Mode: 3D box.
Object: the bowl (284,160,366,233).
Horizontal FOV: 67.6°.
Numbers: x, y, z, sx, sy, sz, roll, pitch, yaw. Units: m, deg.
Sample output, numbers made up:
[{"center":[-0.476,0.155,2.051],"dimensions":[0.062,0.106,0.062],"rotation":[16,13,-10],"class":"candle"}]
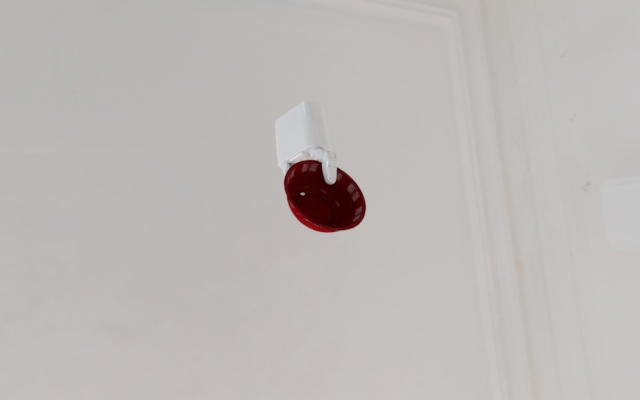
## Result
[{"center":[0.000,0.004,0.869],"dimensions":[0.162,0.162,0.055],"rotation":[0,-38,-31],"class":"bowl"}]
